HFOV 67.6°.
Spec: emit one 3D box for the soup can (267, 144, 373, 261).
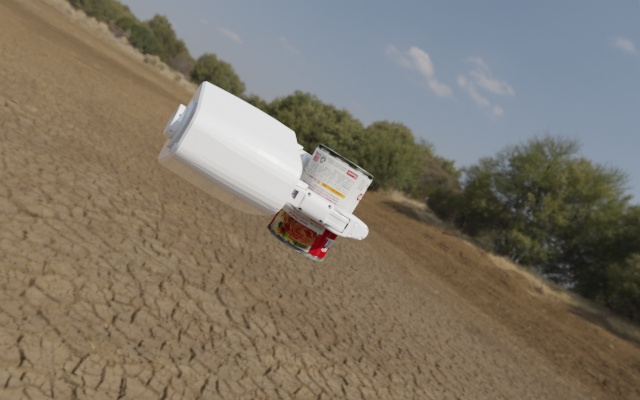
[{"bbox_3d":[0.001,0.002,0.493,0.068,0.102,0.068,32,5,-3],"label":"soup can"}]
